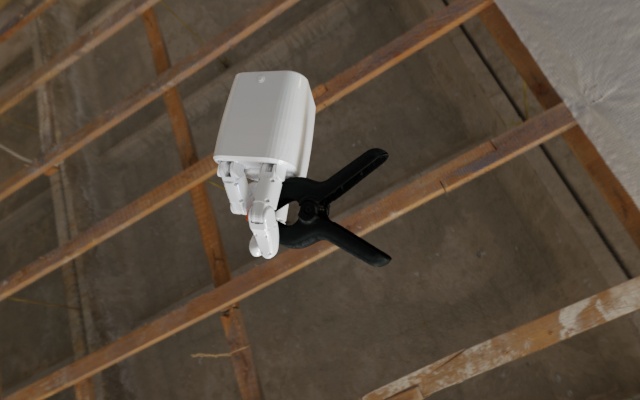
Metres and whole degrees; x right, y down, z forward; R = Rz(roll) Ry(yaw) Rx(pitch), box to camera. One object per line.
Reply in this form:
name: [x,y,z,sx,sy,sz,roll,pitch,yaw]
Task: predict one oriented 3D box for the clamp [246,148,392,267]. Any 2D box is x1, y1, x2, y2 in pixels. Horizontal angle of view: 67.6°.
clamp: [0.000,0.002,0.514,0.171,0.120,0.039,5,-12,25]
